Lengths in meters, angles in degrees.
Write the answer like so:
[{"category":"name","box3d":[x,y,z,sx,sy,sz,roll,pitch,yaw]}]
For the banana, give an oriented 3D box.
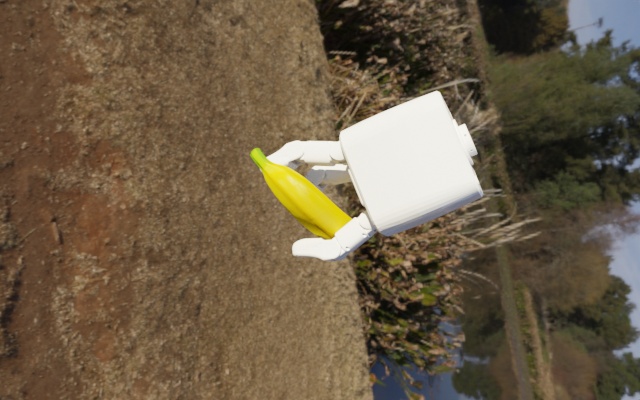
[{"category":"banana","box3d":[0.003,0.013,0.519,0.037,0.069,0.198,-34,-46,14]}]
